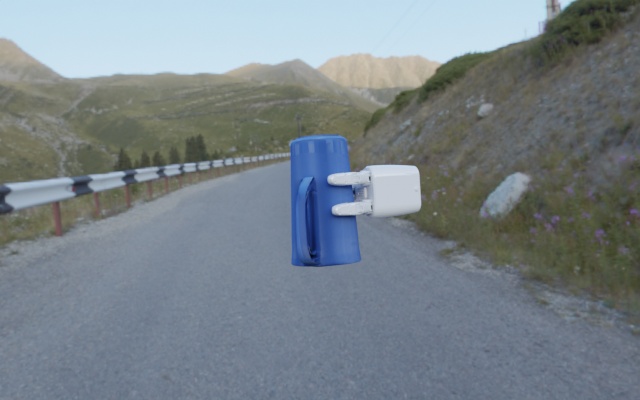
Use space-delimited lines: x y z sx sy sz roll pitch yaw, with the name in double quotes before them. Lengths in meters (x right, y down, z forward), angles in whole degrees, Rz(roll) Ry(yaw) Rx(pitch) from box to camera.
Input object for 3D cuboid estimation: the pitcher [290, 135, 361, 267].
"pitcher" 0.000 0.003 0.896 0.145 0.243 0.149 -4 0 -21
